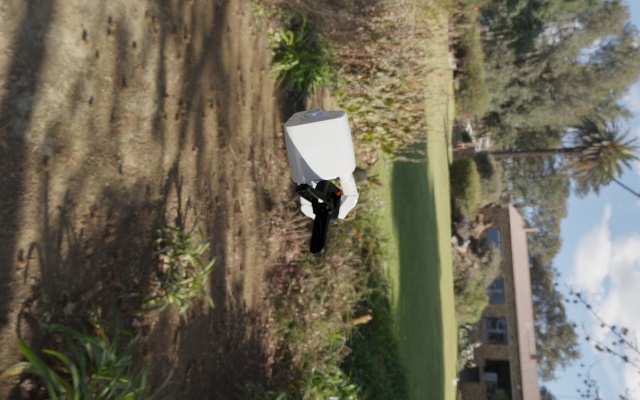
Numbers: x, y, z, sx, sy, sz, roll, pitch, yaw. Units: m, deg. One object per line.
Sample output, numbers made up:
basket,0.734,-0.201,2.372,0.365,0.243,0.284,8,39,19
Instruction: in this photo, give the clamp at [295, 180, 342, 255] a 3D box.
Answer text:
clamp,0.001,0.003,0.825,0.039,0.120,0.171,-3,25,15
